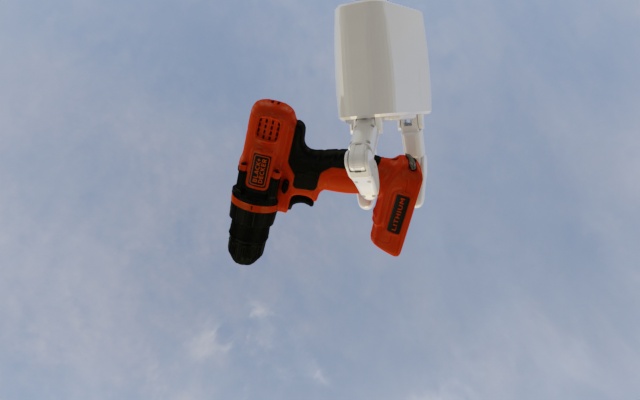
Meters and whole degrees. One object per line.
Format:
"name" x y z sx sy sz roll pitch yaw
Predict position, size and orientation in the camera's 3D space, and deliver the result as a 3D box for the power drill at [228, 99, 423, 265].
"power drill" 0.001 0.001 0.503 0.187 0.184 0.057 13 22 -4
